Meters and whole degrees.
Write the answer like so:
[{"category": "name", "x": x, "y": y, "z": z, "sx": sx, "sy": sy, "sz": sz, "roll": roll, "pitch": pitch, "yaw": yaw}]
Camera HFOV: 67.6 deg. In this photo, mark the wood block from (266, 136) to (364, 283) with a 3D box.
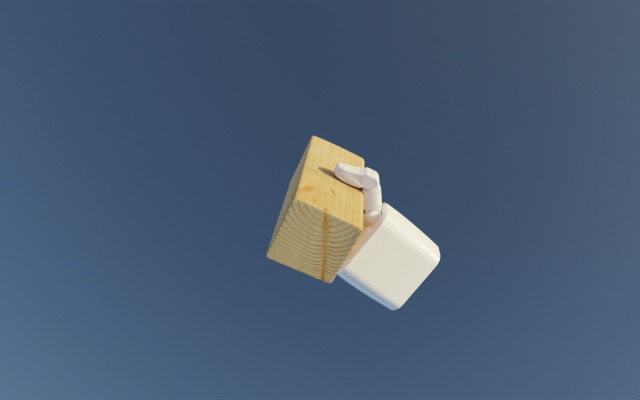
[{"category": "wood block", "x": 0.001, "y": 0.002, "z": 0.647, "sx": 0.090, "sy": 0.091, "sz": 0.206, "roll": 24, "pitch": 27, "yaw": -8}]
